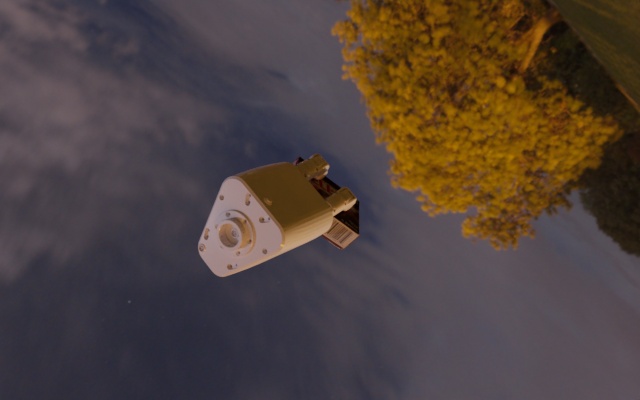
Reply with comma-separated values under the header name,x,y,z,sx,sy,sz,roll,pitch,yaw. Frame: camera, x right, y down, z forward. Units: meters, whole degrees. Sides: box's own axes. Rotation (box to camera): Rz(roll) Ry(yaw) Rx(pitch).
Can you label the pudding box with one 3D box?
name,x,y,z,sx,sy,sz,roll,pitch,yaw
pudding box,0.000,0.002,0.640,0.113,0.039,0.090,38,26,-16
